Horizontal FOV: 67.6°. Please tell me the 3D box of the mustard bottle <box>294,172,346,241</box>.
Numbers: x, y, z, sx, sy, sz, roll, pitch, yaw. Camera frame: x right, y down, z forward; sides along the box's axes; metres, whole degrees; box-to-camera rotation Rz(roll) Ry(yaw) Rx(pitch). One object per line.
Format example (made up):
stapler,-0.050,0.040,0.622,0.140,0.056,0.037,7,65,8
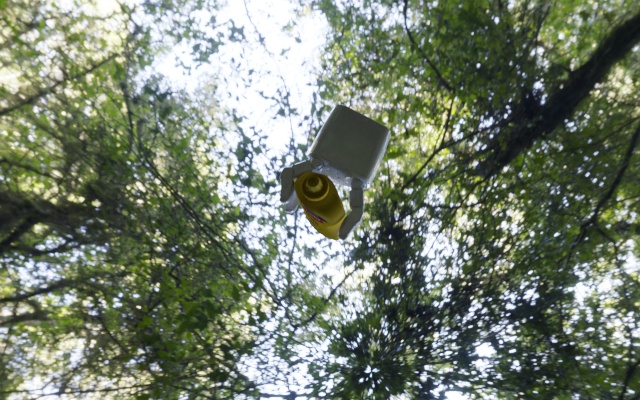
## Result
mustard bottle,0.000,0.003,0.779,0.058,0.096,0.192,-41,-18,-8
